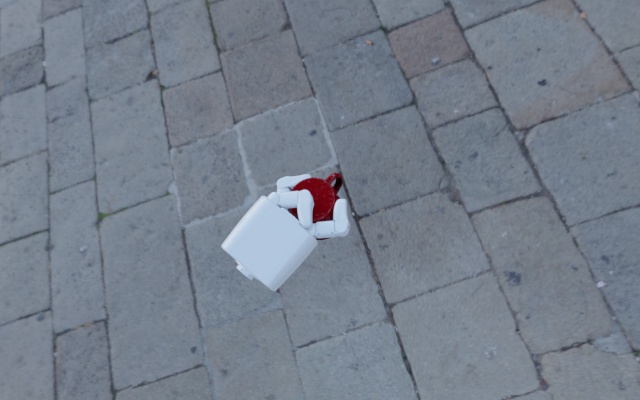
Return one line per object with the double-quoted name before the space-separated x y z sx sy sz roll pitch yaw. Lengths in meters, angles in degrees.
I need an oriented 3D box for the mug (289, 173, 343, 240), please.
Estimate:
"mug" 0.001 0.002 0.815 0.093 0.117 0.081 35 -11 21
